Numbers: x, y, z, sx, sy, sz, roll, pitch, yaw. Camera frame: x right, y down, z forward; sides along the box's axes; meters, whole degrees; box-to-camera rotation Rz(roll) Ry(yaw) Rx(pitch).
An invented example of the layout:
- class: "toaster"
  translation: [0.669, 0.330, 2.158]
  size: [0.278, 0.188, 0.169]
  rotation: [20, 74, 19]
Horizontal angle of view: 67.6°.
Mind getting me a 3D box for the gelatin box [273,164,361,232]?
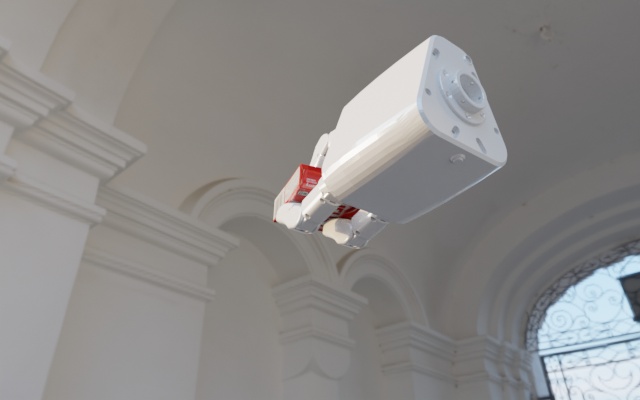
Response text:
- class: "gelatin box"
  translation: [0.000, 0.001, 0.476]
  size: [0.073, 0.030, 0.089]
  rotation: [12, -27, -18]
